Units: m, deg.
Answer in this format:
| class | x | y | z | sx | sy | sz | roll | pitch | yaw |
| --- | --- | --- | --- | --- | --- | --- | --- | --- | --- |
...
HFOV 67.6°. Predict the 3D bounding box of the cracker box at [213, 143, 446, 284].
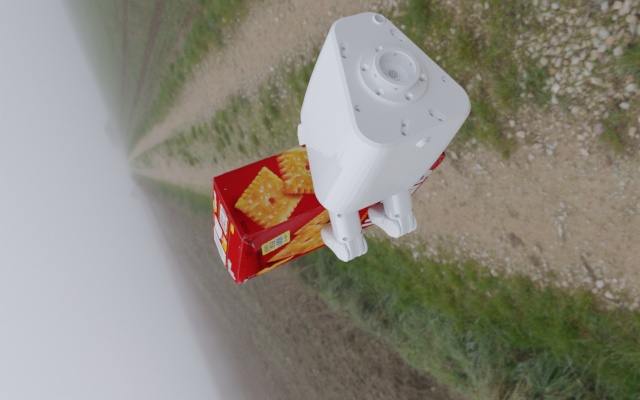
| class | x | y | z | sx | sy | sz | roll | pitch | yaw |
| --- | --- | --- | --- | --- | --- | --- | --- | --- | --- |
| cracker box | 0.000 | 0.002 | 0.495 | 0.213 | 0.072 | 0.164 | -21 | -17 | -20 |
